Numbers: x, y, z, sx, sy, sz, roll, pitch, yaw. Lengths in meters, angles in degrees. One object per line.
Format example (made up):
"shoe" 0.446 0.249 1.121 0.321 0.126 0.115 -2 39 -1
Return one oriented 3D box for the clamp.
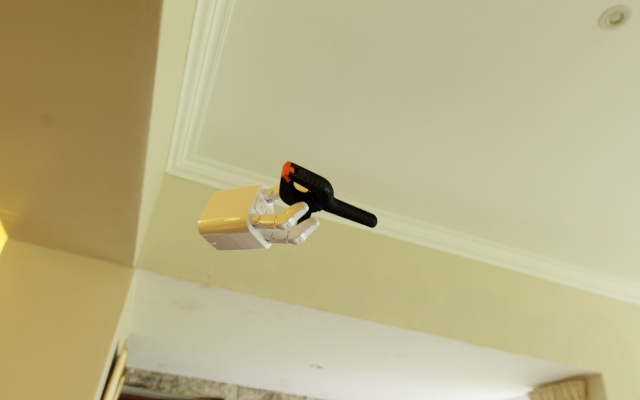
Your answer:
"clamp" 0.000 0.002 0.828 0.164 0.036 0.210 -7 -35 19
